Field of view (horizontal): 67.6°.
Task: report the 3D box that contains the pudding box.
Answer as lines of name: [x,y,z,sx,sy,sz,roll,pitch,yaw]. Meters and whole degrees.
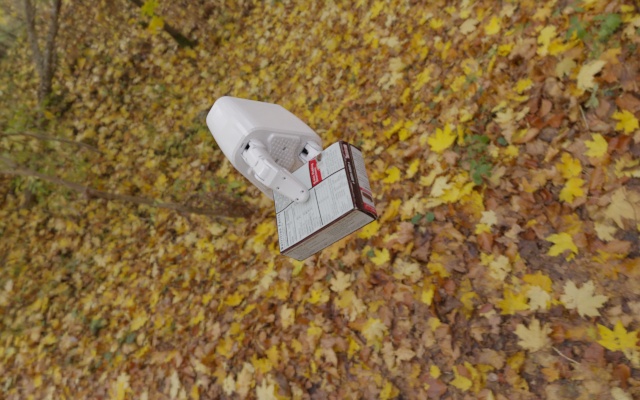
pudding box: [0.000,0.002,0.512,0.113,0.090,0.039,-33,-38,33]
